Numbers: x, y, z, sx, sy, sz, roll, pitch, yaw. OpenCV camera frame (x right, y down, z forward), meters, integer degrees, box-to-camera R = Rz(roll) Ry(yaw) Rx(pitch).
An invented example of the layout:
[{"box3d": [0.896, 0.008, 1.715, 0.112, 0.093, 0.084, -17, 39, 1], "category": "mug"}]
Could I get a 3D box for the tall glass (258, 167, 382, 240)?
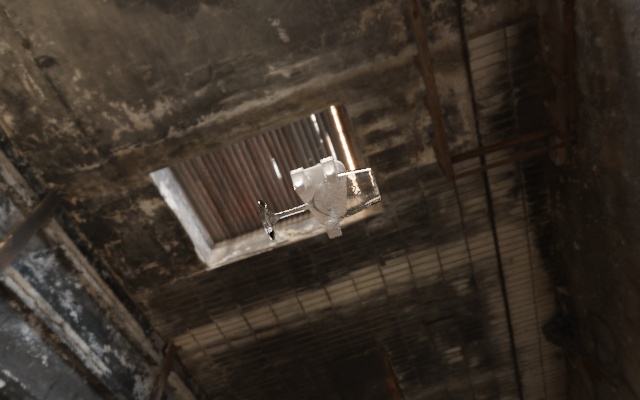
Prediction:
[{"box3d": [-0.001, 0.003, 0.821, 0.201, 0.079, 0.079, -18, -2, 6], "category": "tall glass"}]
